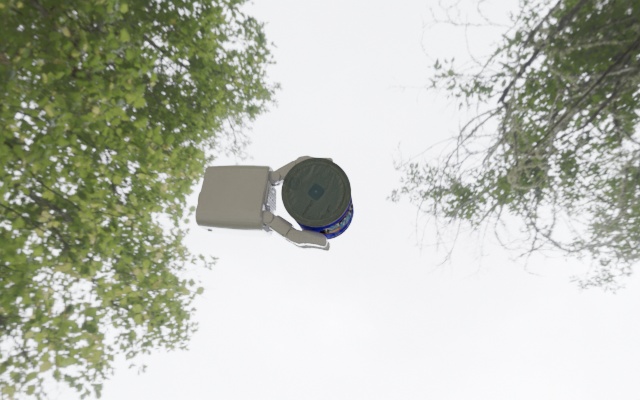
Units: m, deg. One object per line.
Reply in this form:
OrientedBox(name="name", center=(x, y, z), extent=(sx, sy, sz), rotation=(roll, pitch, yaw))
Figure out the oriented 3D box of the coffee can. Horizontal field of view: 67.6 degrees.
OrientedBox(name="coffee can", center=(0.000, 0.002, 0.755), extent=(0.103, 0.102, 0.140), rotation=(0, -13, 6))
